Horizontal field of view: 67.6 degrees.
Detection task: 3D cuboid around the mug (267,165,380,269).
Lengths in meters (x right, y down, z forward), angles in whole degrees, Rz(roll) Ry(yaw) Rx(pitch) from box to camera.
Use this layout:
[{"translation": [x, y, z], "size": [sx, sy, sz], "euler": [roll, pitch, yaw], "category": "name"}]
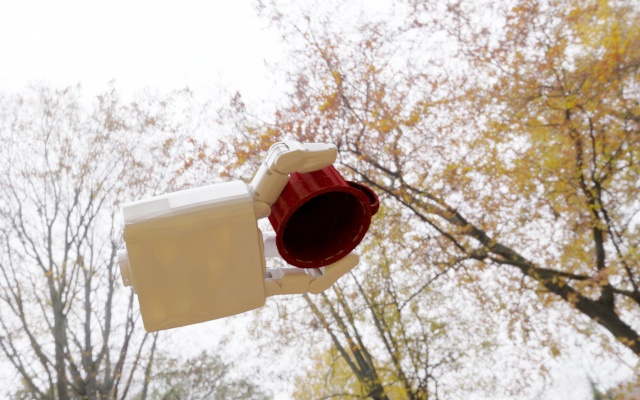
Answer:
[{"translation": [0.001, 0.001, 0.458], "size": [0.117, 0.093, 0.081], "euler": [-10, 39, -22], "category": "mug"}]
